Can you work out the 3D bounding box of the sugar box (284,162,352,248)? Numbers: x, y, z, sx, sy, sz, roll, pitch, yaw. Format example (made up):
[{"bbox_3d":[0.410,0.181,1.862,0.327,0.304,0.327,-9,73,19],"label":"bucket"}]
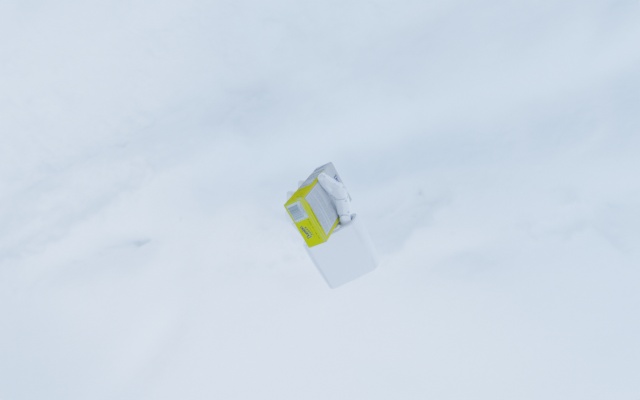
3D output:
[{"bbox_3d":[0.000,0.003,0.886,0.048,0.093,0.176,-23,15,25],"label":"sugar box"}]
